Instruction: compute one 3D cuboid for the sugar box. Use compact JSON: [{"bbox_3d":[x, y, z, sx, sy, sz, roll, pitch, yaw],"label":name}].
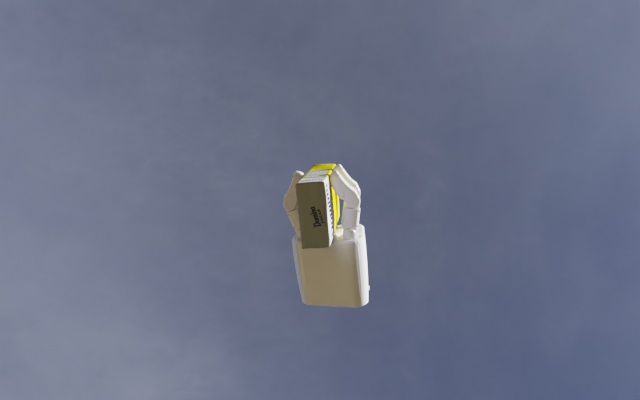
[{"bbox_3d":[0.001,0.002,0.714,0.048,0.093,0.176,-4,12,5],"label":"sugar box"}]
